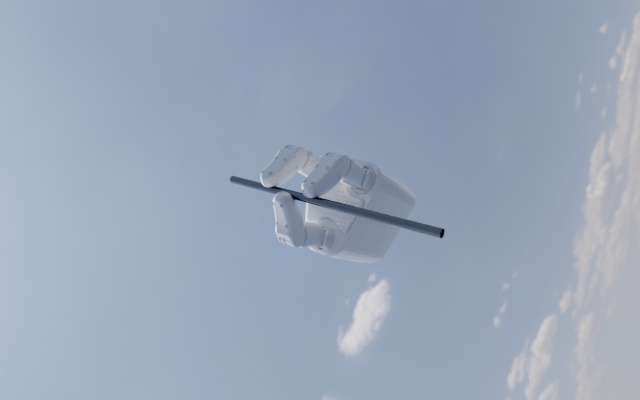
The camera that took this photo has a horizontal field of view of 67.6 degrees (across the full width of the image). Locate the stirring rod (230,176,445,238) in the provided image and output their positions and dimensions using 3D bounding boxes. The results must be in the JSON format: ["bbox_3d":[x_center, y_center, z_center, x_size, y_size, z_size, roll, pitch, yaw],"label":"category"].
[{"bbox_3d":[0.000,0.002,0.439,0.239,0.011,0.011,14,9,36],"label":"stirring rod"}]
